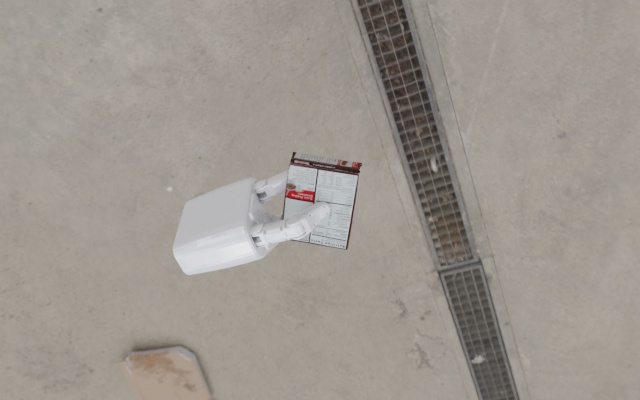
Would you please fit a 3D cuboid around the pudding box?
[{"bbox_3d":[0.000,0.002,0.604,0.090,0.113,0.039,9,29,3],"label":"pudding box"}]
